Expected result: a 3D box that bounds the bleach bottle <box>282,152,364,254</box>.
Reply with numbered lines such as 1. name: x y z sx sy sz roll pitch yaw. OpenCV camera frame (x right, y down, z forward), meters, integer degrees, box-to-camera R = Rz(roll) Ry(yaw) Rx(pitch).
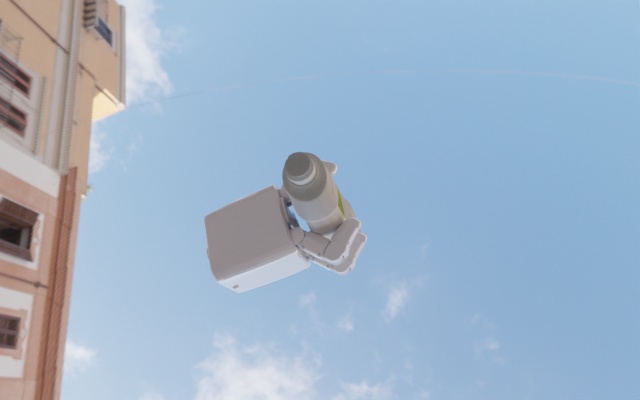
1. bleach bottle: 0.000 0.002 0.606 0.068 0.102 0.251 -23 -25 3
